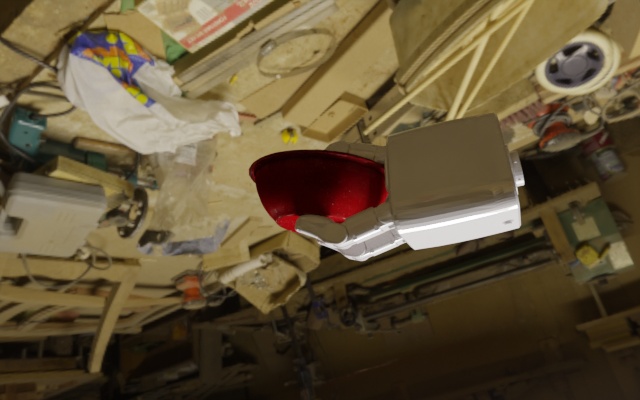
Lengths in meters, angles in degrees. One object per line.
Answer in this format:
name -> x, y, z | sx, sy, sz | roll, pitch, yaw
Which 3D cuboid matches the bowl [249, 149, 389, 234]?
bowl -> -0.001, 0.002, 0.517 | 0.162, 0.055, 0.162 | 5, -18, 1
